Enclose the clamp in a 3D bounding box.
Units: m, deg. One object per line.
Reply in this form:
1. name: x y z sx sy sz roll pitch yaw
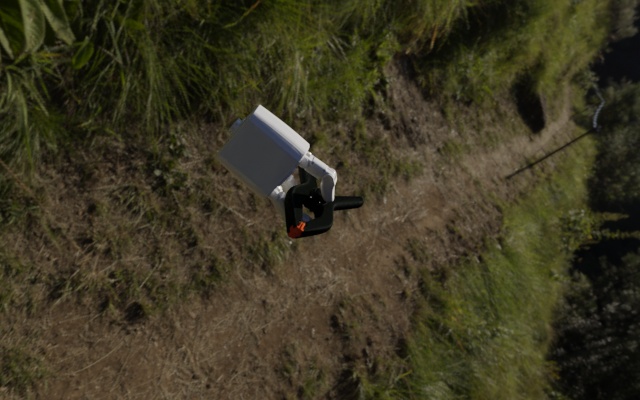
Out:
1. clamp: 0.000 0.002 0.824 0.036 0.164 0.209 -42 17 36
